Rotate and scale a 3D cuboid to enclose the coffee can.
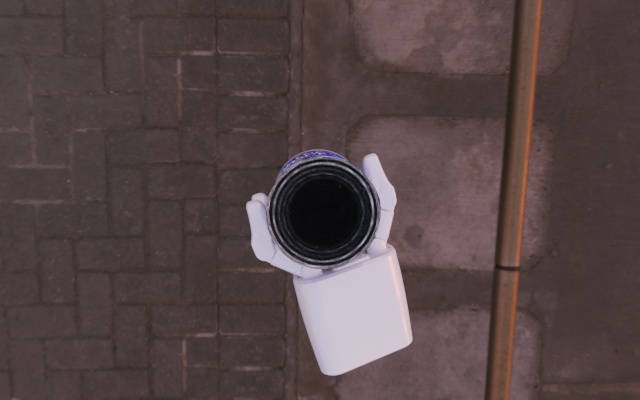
[{"bbox_3d":[0.000,0.001,0.490,0.103,0.103,0.140,0,8,-2],"label":"coffee can"}]
